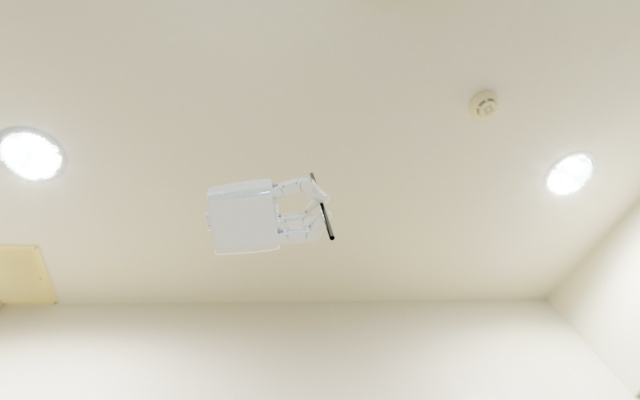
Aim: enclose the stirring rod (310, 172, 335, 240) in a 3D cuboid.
[{"bbox_3d":[0.000,0.003,0.809,0.011,0.011,0.239,0,26,-9],"label":"stirring rod"}]
